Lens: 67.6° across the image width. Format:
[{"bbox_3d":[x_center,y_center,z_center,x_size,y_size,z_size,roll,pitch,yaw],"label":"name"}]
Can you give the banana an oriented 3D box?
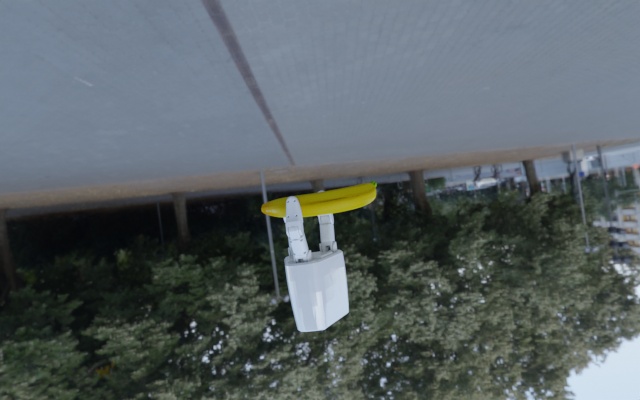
[{"bbox_3d":[0.008,0.002,0.752,0.198,0.037,0.069,-10,4,-13],"label":"banana"}]
